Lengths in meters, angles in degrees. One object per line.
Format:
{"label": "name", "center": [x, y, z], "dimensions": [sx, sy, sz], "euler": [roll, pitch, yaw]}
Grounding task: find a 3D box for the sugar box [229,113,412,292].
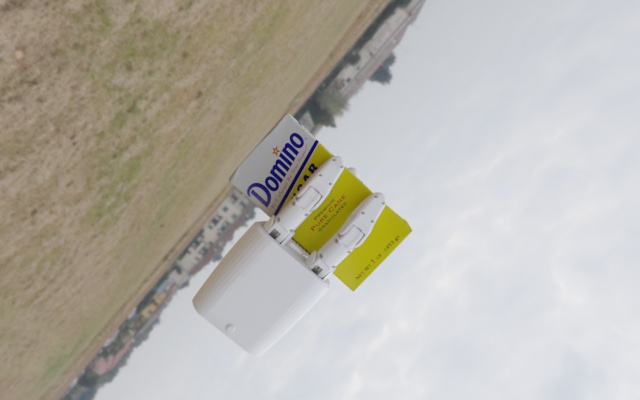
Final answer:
{"label": "sugar box", "center": [0.000, 0.002, 0.500], "dimensions": [0.176, 0.093, 0.048], "euler": [41, 7, -8]}
